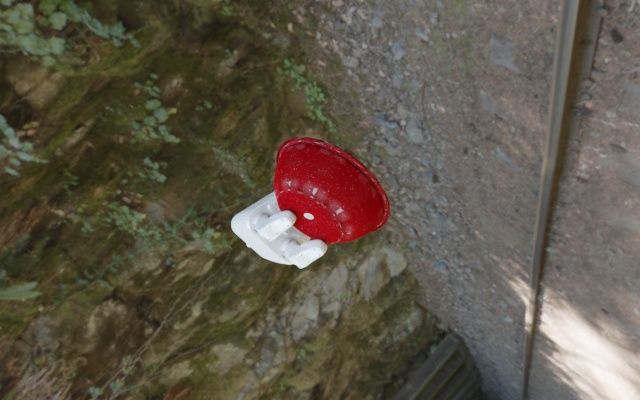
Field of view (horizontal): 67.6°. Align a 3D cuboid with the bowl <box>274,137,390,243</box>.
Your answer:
[{"bbox_3d":[0.000,0.002,0.576,0.162,0.055,0.162,26,-31,17],"label":"bowl"}]
